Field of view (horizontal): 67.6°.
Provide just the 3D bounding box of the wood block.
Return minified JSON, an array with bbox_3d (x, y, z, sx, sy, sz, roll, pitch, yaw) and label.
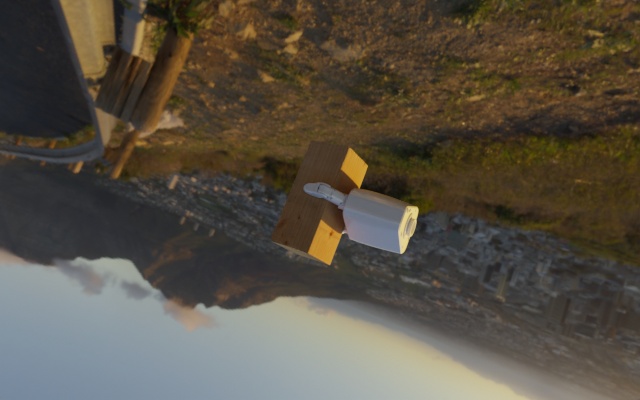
[{"bbox_3d":[0.000,0.003,0.897,0.090,0.206,0.091,14,-13,35],"label":"wood block"}]
